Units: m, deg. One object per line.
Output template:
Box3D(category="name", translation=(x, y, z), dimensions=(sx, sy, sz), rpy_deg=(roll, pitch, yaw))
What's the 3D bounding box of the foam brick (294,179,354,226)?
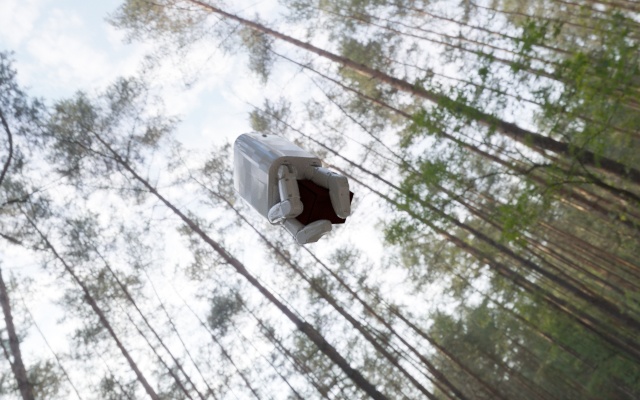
Box3D(category="foam brick", translation=(0.000, 0.002, 0.690), dimensions=(0.078, 0.053, 0.051), rpy_deg=(-2, 27, -44))
